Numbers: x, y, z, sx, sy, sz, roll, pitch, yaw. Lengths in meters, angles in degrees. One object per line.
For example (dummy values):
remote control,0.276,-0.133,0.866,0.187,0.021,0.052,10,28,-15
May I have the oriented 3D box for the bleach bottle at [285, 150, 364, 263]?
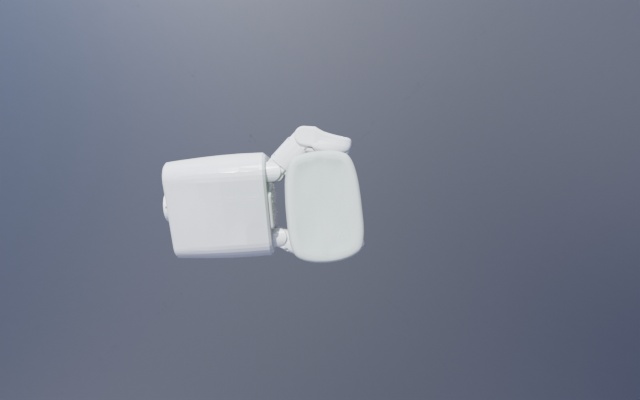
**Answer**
bleach bottle,0.000,0.002,0.538,0.068,0.102,0.251,-5,1,-1
